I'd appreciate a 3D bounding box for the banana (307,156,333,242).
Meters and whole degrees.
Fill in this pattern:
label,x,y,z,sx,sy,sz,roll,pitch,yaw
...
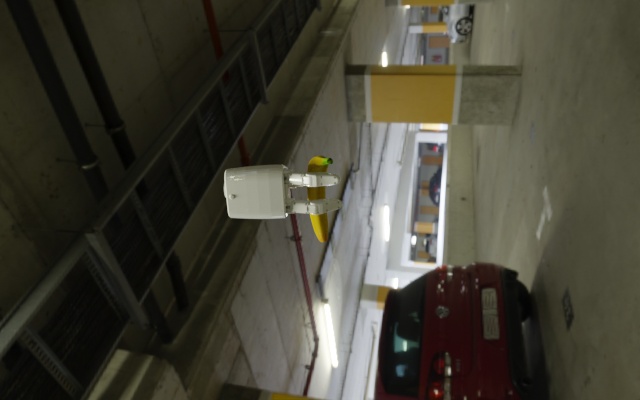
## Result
label,x,y,z,sx,sy,sz,roll,pitch,yaw
banana,-0.004,-0.011,0.903,0.037,0.198,0.069,-8,40,-11
